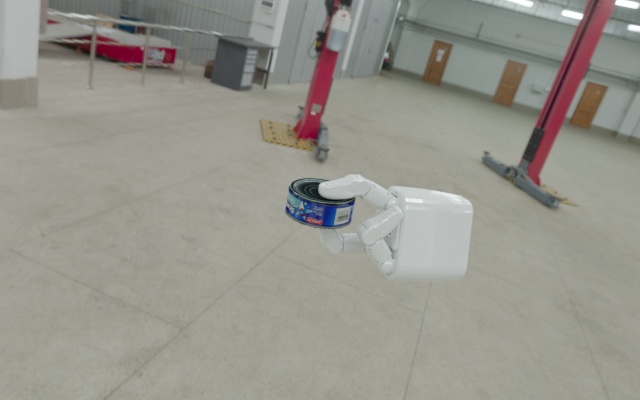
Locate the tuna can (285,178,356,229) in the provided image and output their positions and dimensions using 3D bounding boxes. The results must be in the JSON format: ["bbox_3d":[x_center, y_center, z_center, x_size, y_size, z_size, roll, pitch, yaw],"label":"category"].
[{"bbox_3d":[0.000,0.001,0.596,0.086,0.034,0.086,9,22,-4],"label":"tuna can"}]
